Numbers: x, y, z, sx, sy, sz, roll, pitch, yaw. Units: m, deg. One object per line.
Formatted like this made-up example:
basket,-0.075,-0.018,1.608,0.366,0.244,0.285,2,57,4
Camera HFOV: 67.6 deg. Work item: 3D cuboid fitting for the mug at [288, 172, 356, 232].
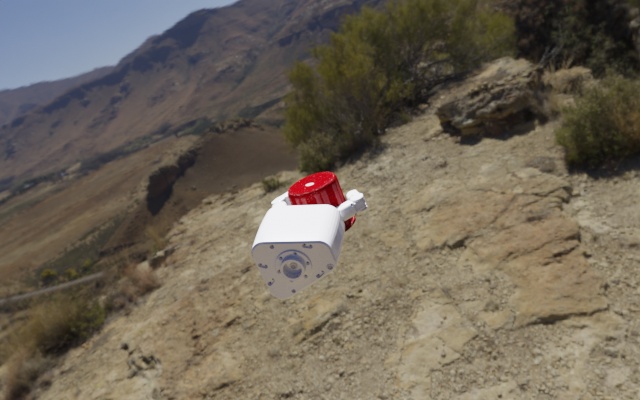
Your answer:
mug,0.000,0.002,0.762,0.093,0.081,0.117,-17,21,13
